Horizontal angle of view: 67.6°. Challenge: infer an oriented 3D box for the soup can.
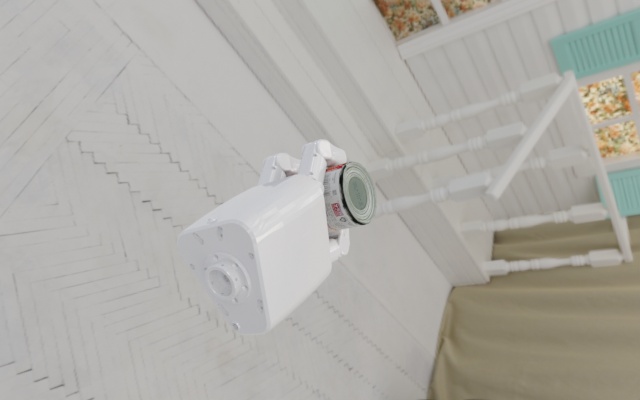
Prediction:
[{"bbox_3d":[0.001,0.002,0.512,0.102,0.068,0.068,-14,-8,35],"label":"soup can"}]
